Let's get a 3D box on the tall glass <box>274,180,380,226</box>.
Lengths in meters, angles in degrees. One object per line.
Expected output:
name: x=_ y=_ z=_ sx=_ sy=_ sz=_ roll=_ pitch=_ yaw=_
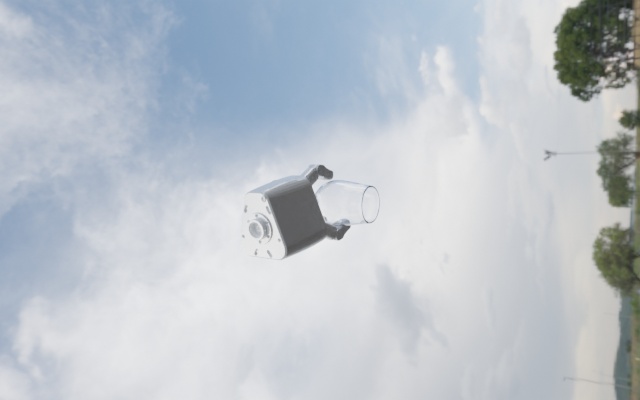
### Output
tall glass: x=0.000 y=0.003 z=0.831 sx=0.201 sy=0.079 sz=0.079 roll=3 pitch=1 yaw=34
